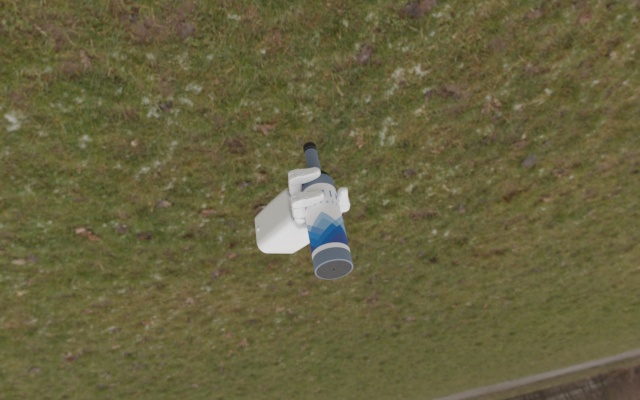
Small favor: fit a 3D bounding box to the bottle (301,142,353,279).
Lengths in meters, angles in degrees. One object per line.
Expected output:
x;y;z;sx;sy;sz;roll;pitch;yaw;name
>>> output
0.000;0.003;0.897;0.069;0.295;0.069;-7;-38;-5;bottle
